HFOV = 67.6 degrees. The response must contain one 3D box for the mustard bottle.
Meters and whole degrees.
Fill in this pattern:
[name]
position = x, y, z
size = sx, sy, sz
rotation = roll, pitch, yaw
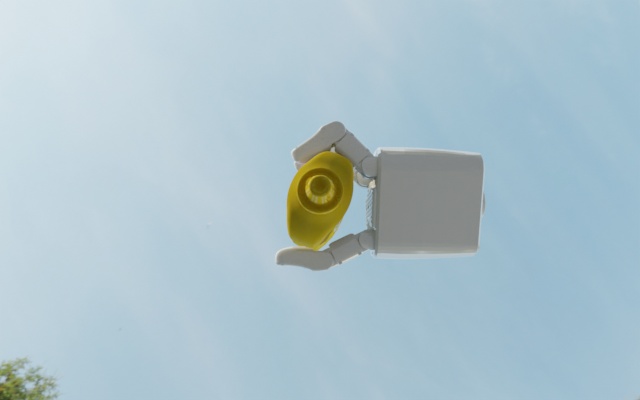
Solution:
[mustard bottle]
position = 0.000, 0.002, 0.485
size = 0.058, 0.096, 0.191
rotation = 26, -7, 3
